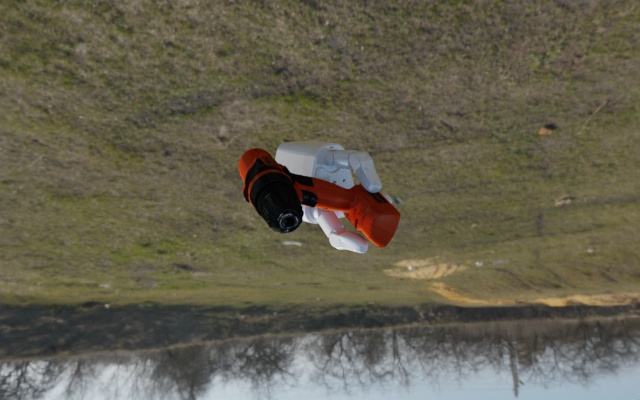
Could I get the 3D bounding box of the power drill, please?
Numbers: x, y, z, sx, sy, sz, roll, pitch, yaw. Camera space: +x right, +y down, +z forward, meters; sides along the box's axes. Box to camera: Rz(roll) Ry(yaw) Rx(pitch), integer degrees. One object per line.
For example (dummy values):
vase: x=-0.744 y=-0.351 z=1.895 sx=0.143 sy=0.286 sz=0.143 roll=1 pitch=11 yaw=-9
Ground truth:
power drill: x=0.000 y=0.002 z=0.574 sx=0.188 sy=0.057 sz=0.184 roll=18 pitch=18 yaw=-26
